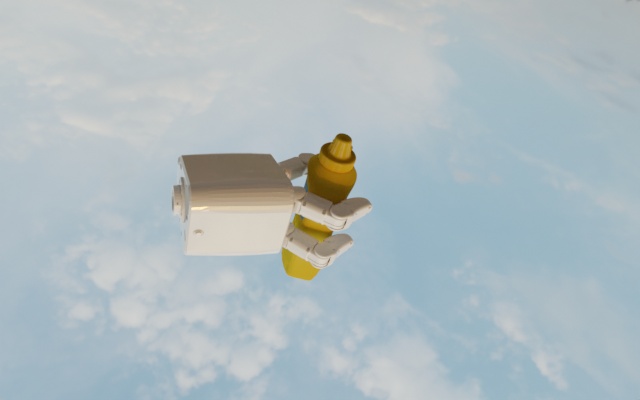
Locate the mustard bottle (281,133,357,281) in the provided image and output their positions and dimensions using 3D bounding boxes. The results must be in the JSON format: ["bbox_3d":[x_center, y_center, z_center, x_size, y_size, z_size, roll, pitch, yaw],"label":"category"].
[{"bbox_3d":[0.000,0.002,0.570,0.058,0.192,0.096,16,40,-4],"label":"mustard bottle"}]
